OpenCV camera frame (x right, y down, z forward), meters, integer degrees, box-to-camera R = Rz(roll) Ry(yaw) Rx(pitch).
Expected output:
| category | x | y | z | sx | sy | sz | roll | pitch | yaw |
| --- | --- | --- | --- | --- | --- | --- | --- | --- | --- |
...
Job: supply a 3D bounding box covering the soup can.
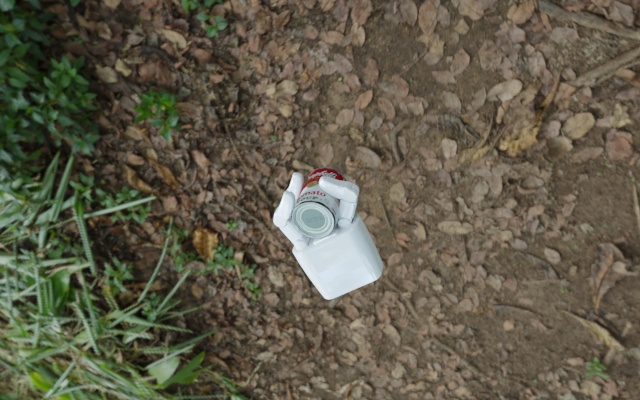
| category | x | y | z | sx | sy | sz | roll | pitch | yaw |
| --- | --- | --- | --- | --- | --- | --- | --- | --- | --- |
| soup can | 0.000 | 0.002 | 0.738 | 0.068 | 0.068 | 0.102 | 0 | 33 | 15 |
